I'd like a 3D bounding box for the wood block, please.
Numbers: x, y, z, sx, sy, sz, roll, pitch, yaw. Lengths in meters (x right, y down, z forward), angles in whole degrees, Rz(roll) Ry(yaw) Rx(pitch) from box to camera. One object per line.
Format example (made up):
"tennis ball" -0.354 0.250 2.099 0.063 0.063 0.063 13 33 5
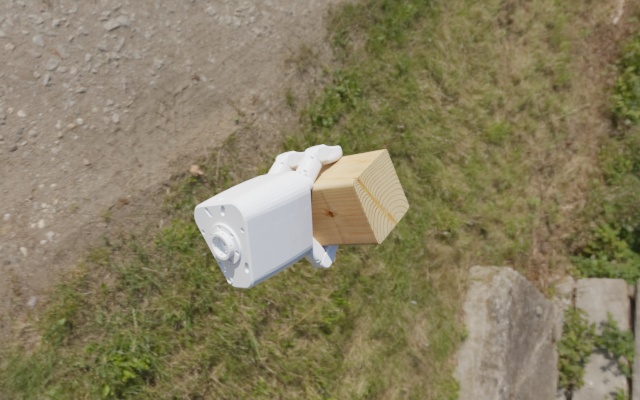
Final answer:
"wood block" 0.000 0.003 0.652 0.206 0.091 0.090 -5 28 42
